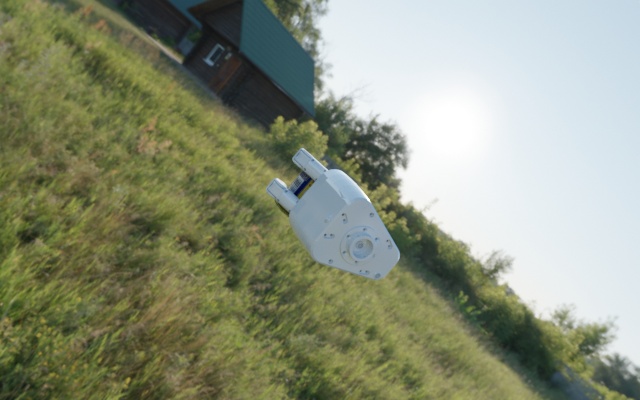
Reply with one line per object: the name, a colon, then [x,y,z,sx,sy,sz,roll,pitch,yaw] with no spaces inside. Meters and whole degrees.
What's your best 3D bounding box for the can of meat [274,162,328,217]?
can of meat: [0.000,0.002,0.684,0.102,0.084,0.057,39,6,-21]
